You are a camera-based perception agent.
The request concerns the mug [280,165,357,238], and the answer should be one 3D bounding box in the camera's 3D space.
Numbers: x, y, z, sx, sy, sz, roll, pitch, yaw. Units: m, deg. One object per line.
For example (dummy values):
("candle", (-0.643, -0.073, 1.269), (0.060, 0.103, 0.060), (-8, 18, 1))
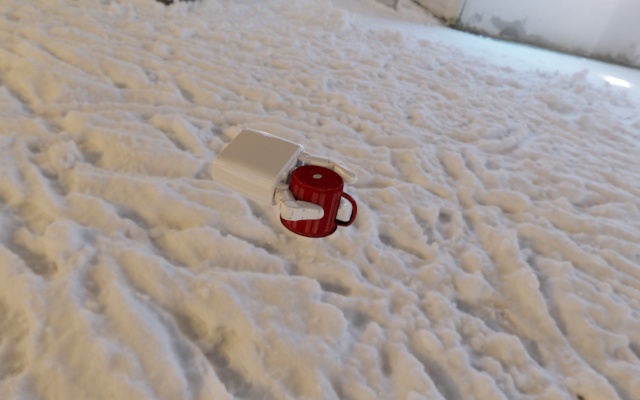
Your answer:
("mug", (0.001, 0.003, 0.730), (0.117, 0.081, 0.093), (20, 31, 12))
